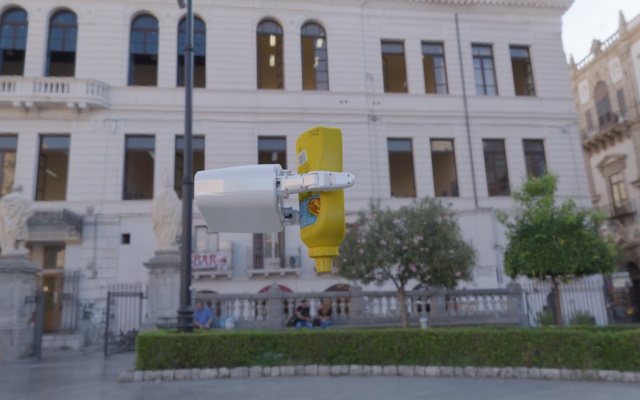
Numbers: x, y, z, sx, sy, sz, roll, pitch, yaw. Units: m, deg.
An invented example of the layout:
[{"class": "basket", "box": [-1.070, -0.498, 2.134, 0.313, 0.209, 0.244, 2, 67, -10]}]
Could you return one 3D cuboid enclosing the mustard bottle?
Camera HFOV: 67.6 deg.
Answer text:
[{"class": "mustard bottle", "box": [0.000, 0.002, 0.656, 0.058, 0.191, 0.096, 3, -13, -24]}]
